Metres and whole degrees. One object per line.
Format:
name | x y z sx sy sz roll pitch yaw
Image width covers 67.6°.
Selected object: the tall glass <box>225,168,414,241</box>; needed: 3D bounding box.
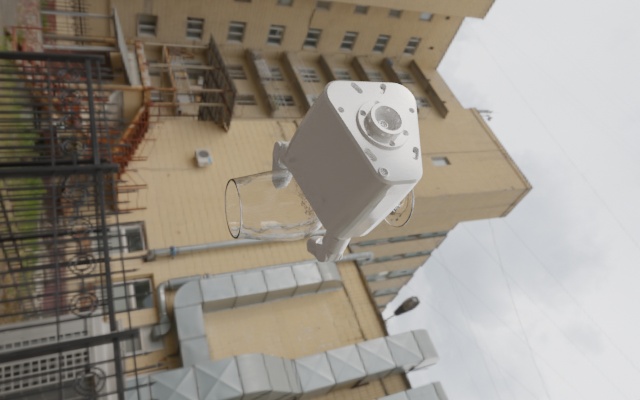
tall glass | 0.001 0.002 0.529 0.201 0.079 0.079 -5 2 -25
